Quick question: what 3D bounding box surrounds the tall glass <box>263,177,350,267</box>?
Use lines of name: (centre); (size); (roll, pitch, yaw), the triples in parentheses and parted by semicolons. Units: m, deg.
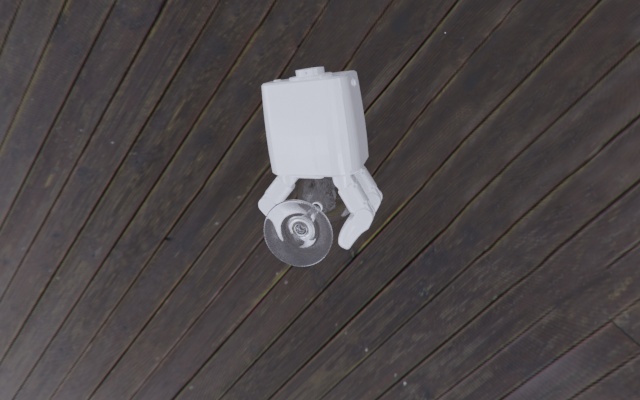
tall glass: (0.000, 0.002, 0.579); (0.079, 0.079, 0.201); (0, 19, 15)
